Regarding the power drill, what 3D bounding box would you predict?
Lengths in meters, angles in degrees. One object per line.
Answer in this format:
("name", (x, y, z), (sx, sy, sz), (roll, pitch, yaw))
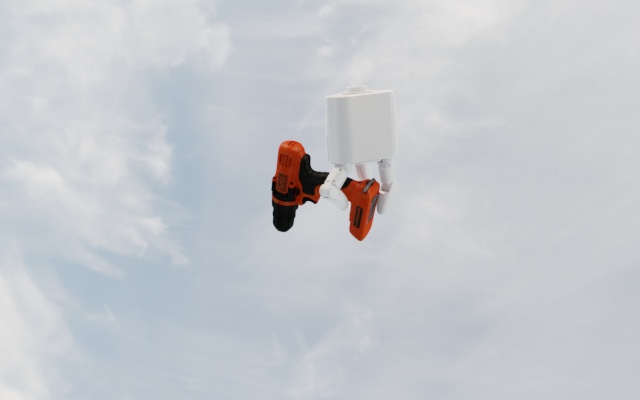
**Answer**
("power drill", (0.001, 0.003, 0.830), (0.187, 0.185, 0.057), (20, 36, 16))
